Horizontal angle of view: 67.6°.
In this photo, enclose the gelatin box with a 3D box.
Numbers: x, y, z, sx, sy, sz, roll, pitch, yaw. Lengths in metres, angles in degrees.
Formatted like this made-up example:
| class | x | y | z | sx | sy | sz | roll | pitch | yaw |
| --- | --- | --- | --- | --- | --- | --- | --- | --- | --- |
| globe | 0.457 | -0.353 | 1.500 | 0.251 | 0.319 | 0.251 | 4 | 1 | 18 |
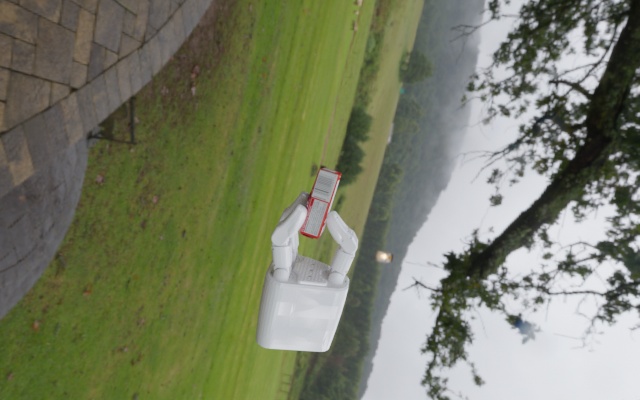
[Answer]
| class | x | y | z | sx | sy | sz | roll | pitch | yaw |
| --- | --- | --- | --- | --- | --- | --- | --- | --- | --- |
| gelatin box | 0.001 | 0.002 | 0.634 | 0.030 | 0.089 | 0.073 | 18 | 6 | 3 |
